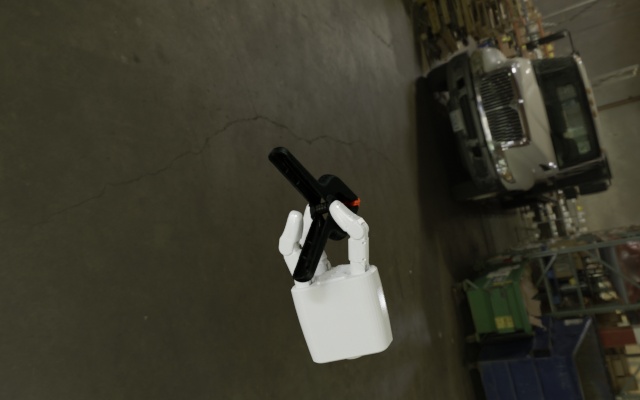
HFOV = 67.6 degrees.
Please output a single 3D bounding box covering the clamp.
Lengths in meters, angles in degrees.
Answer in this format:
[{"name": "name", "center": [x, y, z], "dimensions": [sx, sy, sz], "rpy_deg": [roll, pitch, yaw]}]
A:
[{"name": "clamp", "center": [0.001, 0.002, 0.646], "dimensions": [0.036, 0.164, 0.210], "rpy_deg": [-11, 5, 27]}]
